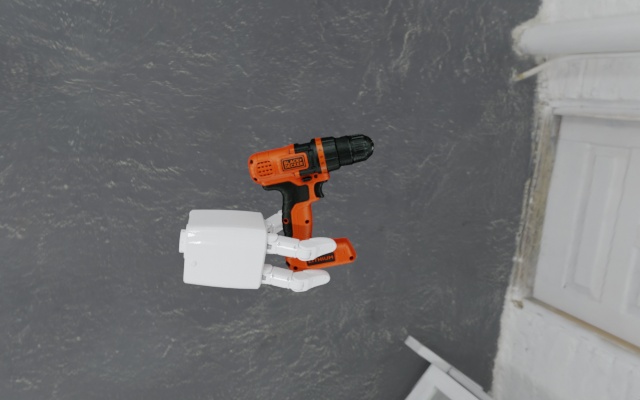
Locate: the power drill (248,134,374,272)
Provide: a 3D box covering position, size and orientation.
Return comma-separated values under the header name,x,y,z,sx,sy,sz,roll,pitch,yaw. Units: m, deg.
name,x,y,z,sx,sy,sz,roll,pitch,yaw
power drill,0.000,0.003,0.706,0.184,0.188,0.057,-11,9,3
